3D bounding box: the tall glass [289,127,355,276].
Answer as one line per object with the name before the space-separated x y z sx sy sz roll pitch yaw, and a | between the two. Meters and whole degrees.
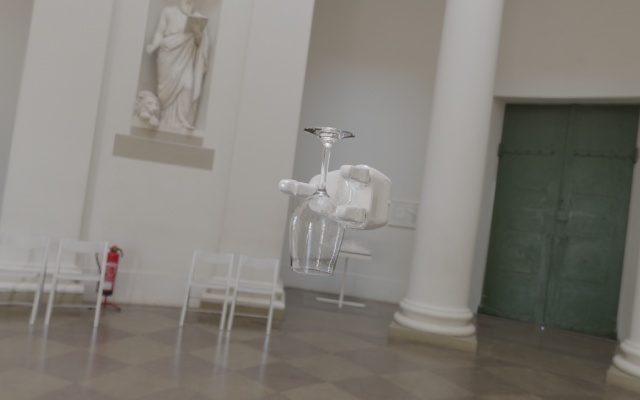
tall glass | 0.000 0.002 0.677 0.079 0.201 0.079 7 -2 0
